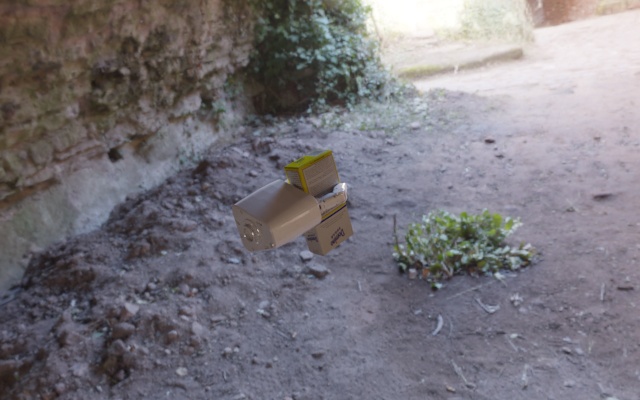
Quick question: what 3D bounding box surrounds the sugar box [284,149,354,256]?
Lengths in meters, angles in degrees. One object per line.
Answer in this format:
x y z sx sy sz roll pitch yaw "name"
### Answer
0.000 0.003 0.884 0.048 0.176 0.093 9 31 44 "sugar box"
